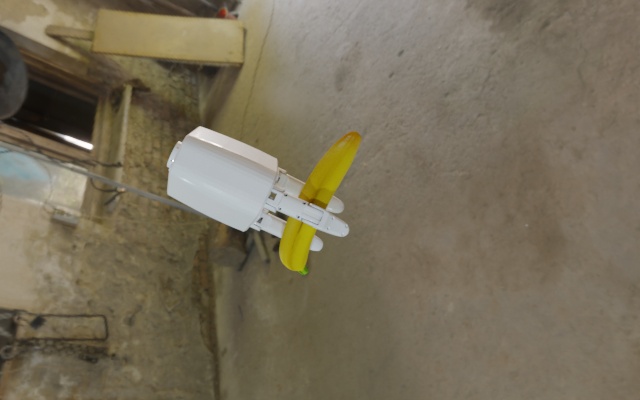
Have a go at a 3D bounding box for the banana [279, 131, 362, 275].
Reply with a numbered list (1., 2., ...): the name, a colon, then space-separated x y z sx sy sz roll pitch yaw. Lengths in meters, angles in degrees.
1. banana: -0.008 0.008 0.566 0.037 0.198 0.069 28 18 14
